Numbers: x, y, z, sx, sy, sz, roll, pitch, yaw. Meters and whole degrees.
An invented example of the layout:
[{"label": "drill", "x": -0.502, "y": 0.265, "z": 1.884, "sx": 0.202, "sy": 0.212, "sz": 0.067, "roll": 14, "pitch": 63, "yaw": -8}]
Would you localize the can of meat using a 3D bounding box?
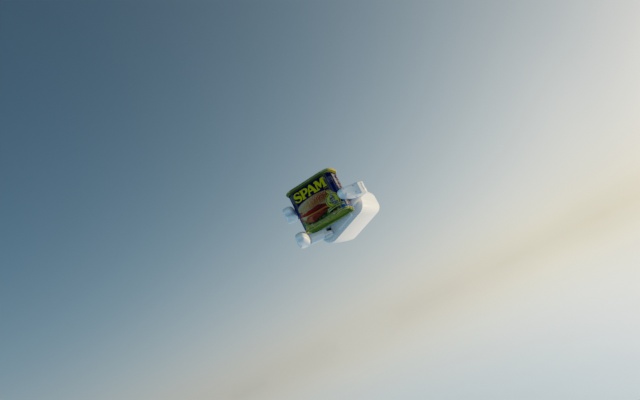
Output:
[{"label": "can of meat", "x": 0.000, "y": 0.003, "z": 0.876, "sx": 0.102, "sy": 0.084, "sz": 0.057, "roll": -32, "pitch": -16, "yaw": 17}]
